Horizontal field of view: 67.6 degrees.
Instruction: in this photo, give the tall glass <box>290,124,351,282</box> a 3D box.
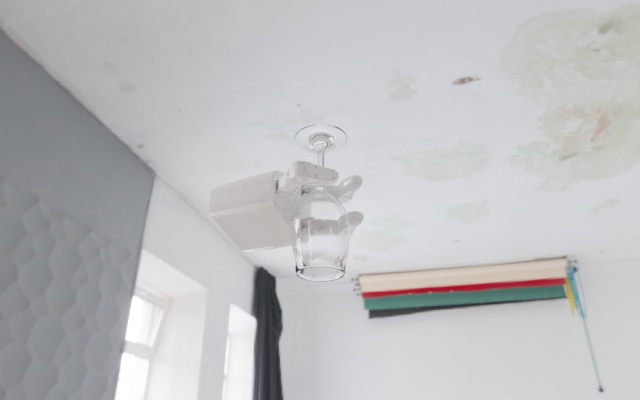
[{"bbox_3d":[0.000,0.001,0.632,0.079,0.201,0.079,0,-26,0],"label":"tall glass"}]
